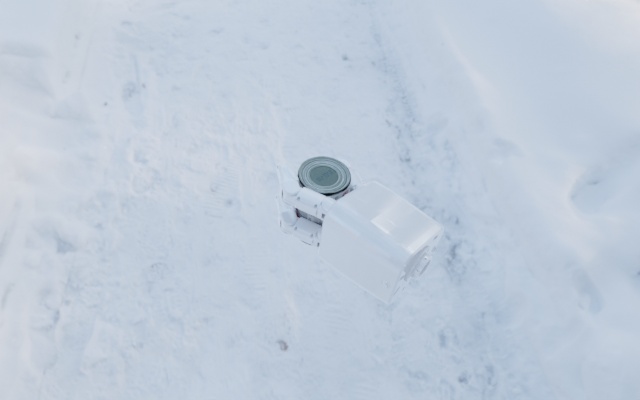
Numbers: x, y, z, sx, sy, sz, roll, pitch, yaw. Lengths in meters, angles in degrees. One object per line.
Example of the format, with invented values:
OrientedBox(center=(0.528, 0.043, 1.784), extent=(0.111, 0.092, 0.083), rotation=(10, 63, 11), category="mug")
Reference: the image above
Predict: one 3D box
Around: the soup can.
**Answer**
OrientedBox(center=(0.000, 0.001, 0.617), extent=(0.068, 0.068, 0.102), rotation=(0, -42, -7), category="soup can")
